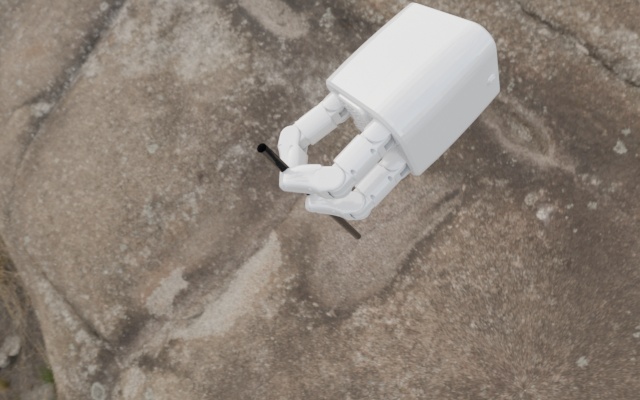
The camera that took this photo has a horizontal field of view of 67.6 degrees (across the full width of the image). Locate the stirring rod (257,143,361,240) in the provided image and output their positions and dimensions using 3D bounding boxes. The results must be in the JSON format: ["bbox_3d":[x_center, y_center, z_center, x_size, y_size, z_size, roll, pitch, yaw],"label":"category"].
[{"bbox_3d":[0.000,0.001,0.465,0.011,0.011,0.240,0,-20,23],"label":"stirring rod"}]
